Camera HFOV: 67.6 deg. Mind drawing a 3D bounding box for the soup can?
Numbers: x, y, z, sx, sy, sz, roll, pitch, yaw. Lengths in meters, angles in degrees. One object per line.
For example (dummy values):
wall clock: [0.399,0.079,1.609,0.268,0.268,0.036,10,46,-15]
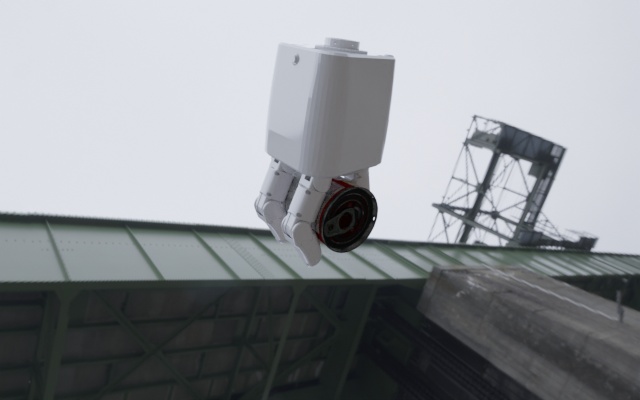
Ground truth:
soup can: [0.000,0.002,0.491,0.068,0.068,0.102,0,21,-38]
